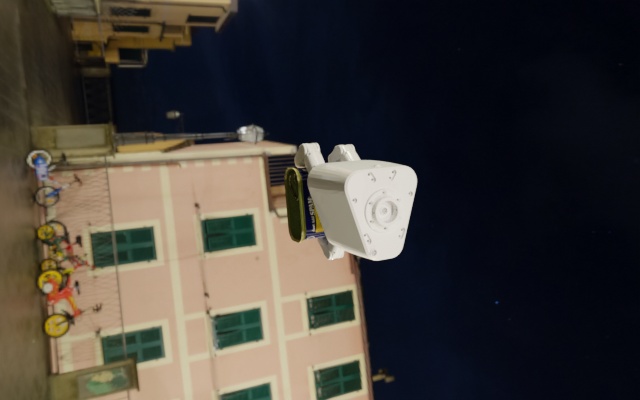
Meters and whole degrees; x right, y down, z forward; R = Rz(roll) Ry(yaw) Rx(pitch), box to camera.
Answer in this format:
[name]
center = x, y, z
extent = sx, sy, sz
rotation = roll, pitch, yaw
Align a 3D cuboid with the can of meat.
[can of meat]
center = 0.000, 0.002, 0.666
extent = 0.084, 0.102, 0.057
rotation = -6, 5, -22
